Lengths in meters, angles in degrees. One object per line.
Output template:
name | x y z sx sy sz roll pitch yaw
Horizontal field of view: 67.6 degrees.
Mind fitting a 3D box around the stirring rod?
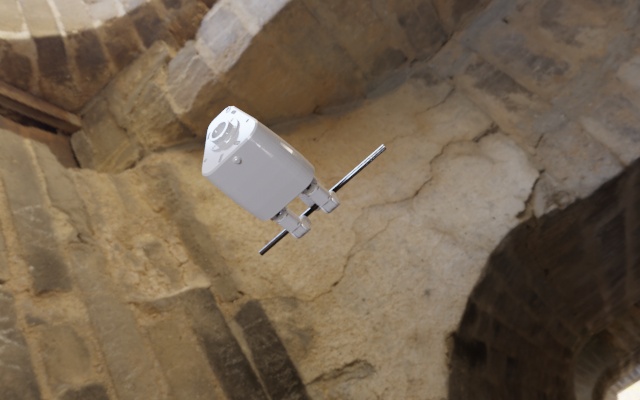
stirring rod | 0.000 0.002 0.688 0.239 0.011 0.011 -41 -10 12
